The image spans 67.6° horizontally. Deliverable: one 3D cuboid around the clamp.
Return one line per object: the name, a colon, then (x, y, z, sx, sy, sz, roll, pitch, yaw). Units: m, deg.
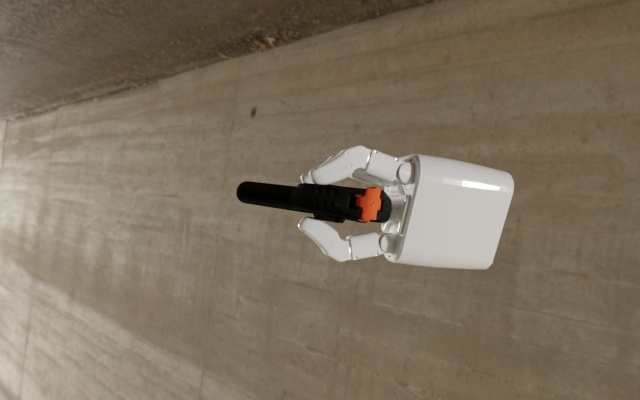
clamp: (0.000, 0.002, 0.475, 0.164, 0.036, 0.210, 9, -3, -11)
